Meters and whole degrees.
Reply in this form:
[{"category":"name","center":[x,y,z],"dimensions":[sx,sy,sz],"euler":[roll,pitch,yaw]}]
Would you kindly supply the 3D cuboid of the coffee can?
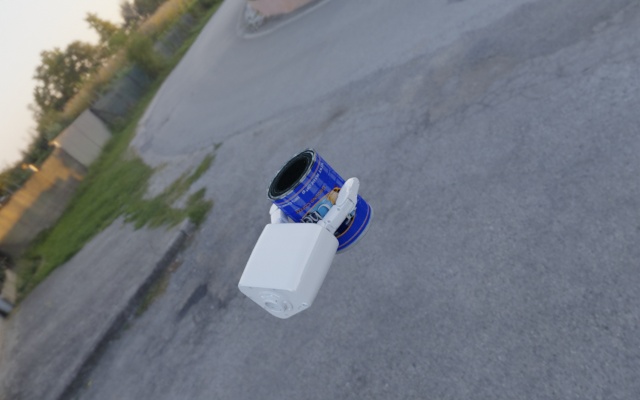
[{"category":"coffee can","center":[0.000,0.002,0.744],"dimensions":[0.140,0.102,0.103],"euler":[43,-22,-25]}]
